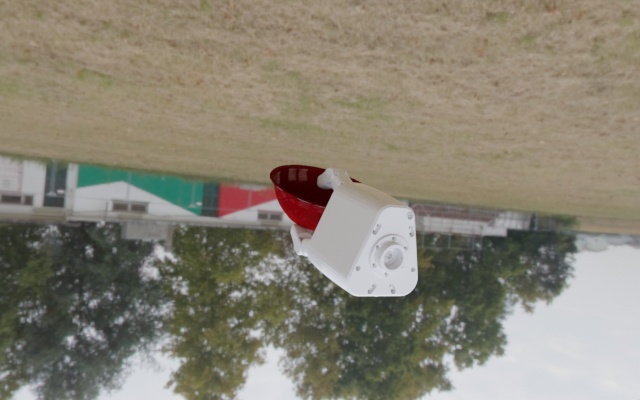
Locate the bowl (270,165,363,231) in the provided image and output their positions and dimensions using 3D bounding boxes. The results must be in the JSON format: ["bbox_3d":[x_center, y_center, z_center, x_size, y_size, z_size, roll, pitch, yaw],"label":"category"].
[{"bbox_3d":[0.000,0.002,0.697,0.162,0.055,0.162,13,22,-5],"label":"bowl"}]
